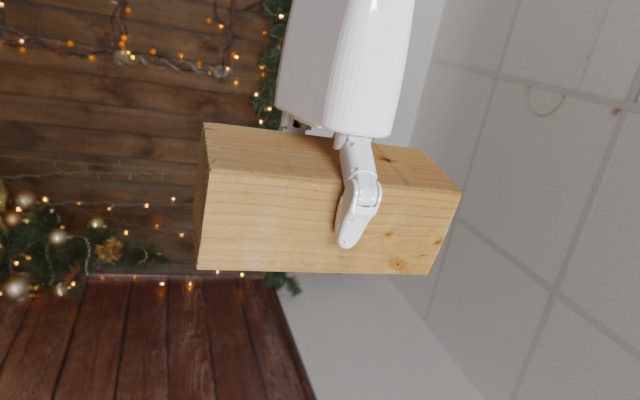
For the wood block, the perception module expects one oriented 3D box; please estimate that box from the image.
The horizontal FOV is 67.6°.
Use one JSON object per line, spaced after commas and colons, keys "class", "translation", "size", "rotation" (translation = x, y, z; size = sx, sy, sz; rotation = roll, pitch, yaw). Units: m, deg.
{"class": "wood block", "translation": [0.000, 0.001, 0.413], "size": [0.206, 0.090, 0.090], "rotation": [4, 31, -19]}
